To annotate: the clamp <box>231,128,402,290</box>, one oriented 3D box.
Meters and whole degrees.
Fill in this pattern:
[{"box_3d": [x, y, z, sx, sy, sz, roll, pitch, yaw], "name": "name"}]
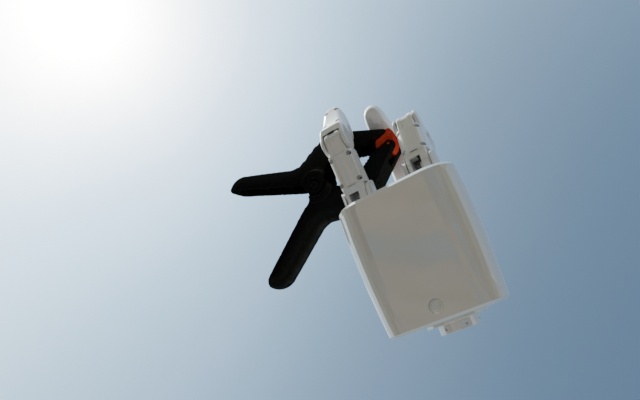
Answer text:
[{"box_3d": [0.000, 0.001, 0.431, 0.171, 0.120, 0.039, -27, -19, 21], "name": "clamp"}]
